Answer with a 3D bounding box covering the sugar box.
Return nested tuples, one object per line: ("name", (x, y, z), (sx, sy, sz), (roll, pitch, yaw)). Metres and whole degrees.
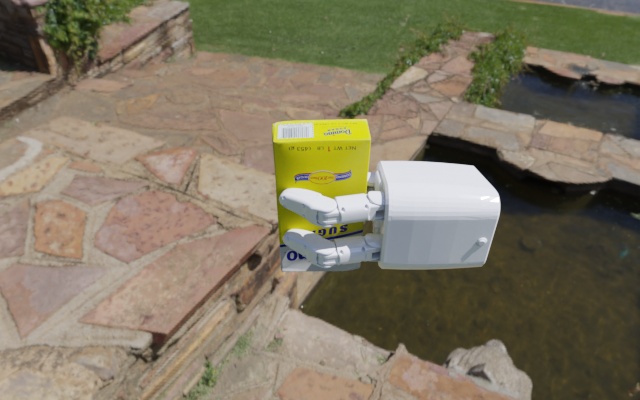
("sugar box", (0.000, 0.002, 0.502), (0.093, 0.176, 0.048), (-1, 37, -1))
